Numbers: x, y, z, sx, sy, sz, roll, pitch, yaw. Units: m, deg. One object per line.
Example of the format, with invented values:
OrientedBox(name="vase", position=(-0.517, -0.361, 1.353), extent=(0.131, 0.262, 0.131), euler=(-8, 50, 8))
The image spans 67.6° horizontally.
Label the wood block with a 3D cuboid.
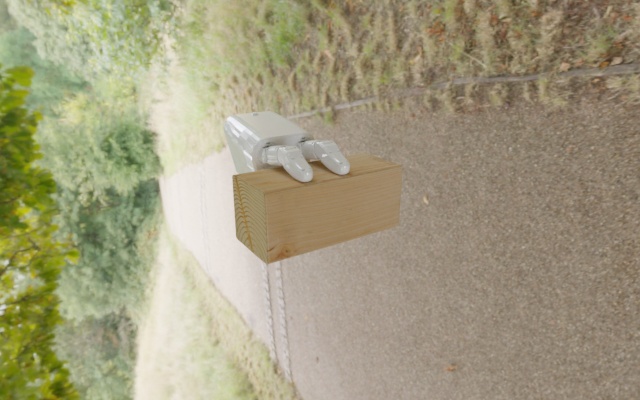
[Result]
OrientedBox(name="wood block", position=(0.000, 0.002, 0.625), extent=(0.206, 0.091, 0.090), euler=(-13, 24, -32))
